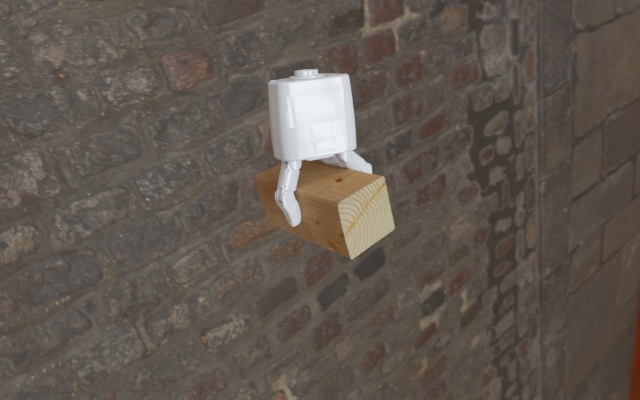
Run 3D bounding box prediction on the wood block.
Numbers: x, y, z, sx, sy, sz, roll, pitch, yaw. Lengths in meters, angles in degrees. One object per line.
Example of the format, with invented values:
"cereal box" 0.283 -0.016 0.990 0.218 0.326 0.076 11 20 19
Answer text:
"wood block" 0.000 0.002 0.725 0.091 0.090 0.206 -30 29 -30
